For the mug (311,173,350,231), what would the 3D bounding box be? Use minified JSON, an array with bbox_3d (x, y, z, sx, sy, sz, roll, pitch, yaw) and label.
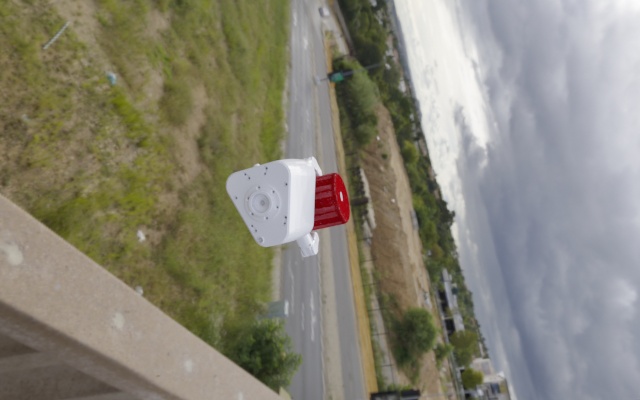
[{"bbox_3d":[0.001,0.002,0.763,0.081,0.093,0.117,-12,2,16],"label":"mug"}]
